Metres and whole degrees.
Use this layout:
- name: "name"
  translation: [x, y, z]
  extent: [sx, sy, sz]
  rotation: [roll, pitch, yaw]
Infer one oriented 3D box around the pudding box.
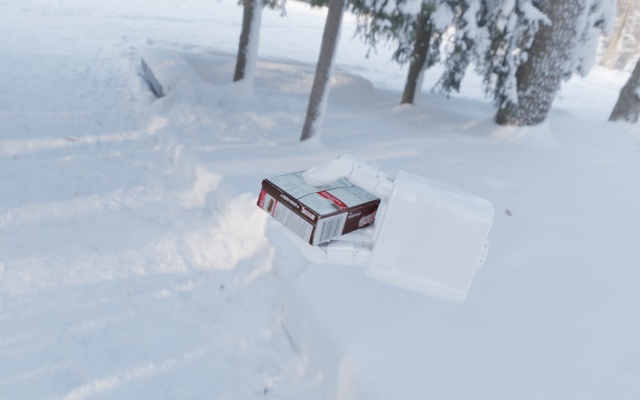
- name: "pudding box"
  translation: [0.000, 0.002, 0.537]
  extent: [0.090, 0.039, 0.113]
  rotation: [32, 28, 32]
